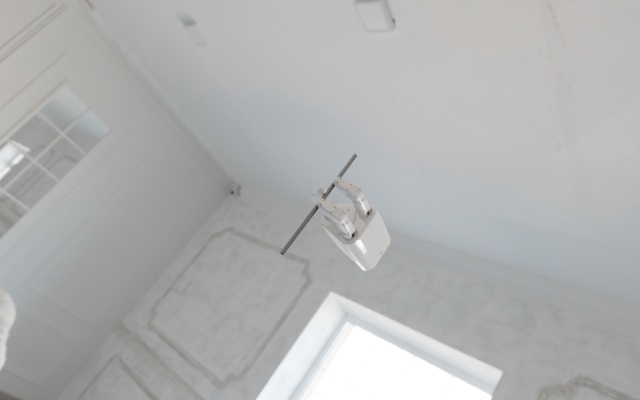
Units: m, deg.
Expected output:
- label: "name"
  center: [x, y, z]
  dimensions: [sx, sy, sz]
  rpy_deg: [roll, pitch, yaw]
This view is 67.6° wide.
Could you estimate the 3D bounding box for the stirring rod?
- label: "stirring rod"
  center: [0.000, 0.003, 0.875]
  dimensions: [0.011, 0.239, 0.011]
  rpy_deg: [31, -21, 14]
